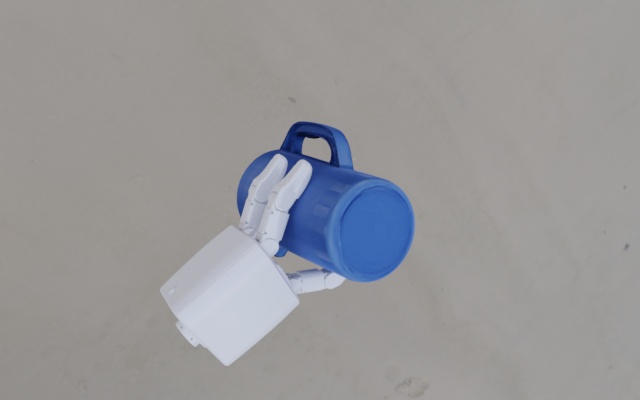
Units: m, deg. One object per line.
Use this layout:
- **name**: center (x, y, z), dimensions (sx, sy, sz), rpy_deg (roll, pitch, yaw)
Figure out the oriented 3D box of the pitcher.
- **pitcher**: center (0.000, 0.002, 0.574), dimensions (0.145, 0.149, 0.243), rpy_deg (-40, 25, -17)
